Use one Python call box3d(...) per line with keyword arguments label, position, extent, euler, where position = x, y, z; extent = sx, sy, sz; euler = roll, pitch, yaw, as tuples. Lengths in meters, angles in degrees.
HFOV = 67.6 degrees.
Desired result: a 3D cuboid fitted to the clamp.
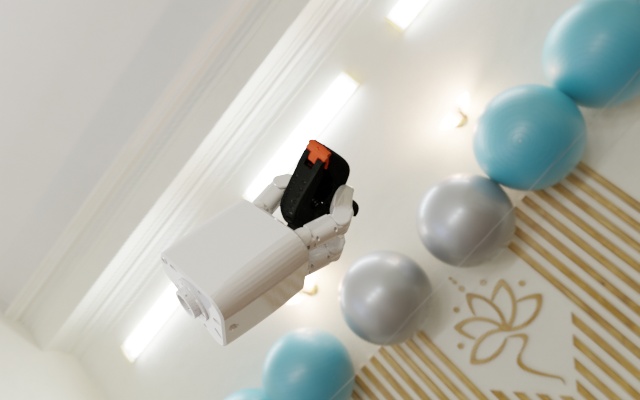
box3d(label="clamp", position=(-0.001, 0.001, 0.552), extent=(0.036, 0.210, 0.164), euler=(39, 57, 20))
